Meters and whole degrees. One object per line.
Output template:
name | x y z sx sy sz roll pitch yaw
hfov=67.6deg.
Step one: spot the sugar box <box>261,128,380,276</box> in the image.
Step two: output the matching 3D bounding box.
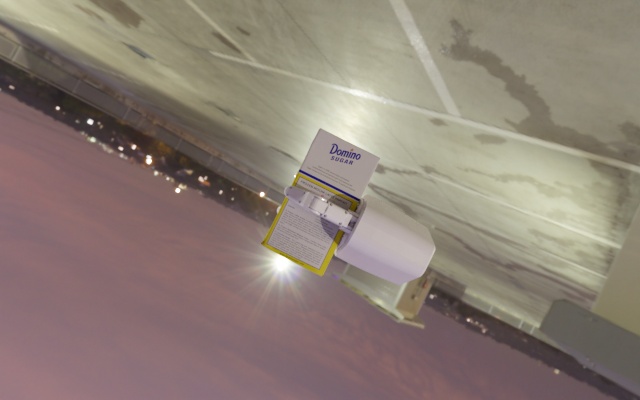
sugar box | 0.000 0.002 0.647 0.093 0.176 0.048 27 -3 -1
